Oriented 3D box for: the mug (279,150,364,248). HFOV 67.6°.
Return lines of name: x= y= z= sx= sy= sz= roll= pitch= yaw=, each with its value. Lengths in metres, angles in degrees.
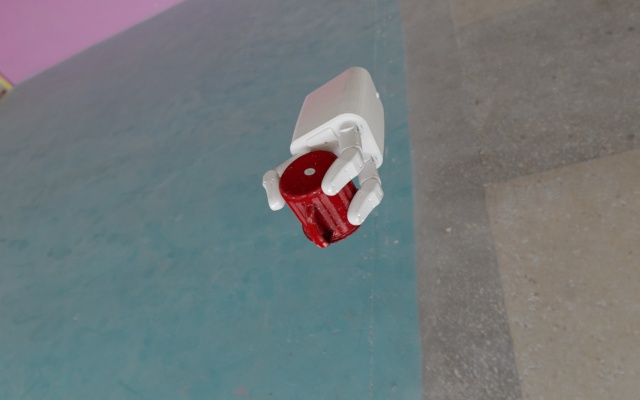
mug: x=0.000 y=0.003 z=0.576 sx=0.093 sy=0.117 sz=0.081 roll=-12 pitch=-45 yaw=23
